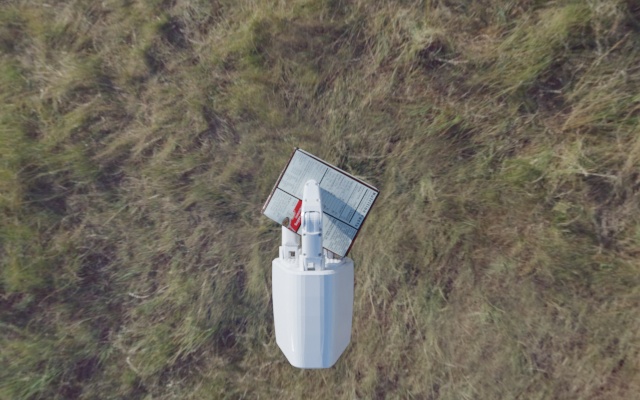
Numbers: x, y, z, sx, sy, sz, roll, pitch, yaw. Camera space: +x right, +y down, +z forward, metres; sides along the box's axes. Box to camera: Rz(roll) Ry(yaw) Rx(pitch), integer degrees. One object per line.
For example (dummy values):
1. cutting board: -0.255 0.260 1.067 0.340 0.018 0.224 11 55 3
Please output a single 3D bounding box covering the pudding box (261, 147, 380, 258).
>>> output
1. pudding box: 0.000 0.002 0.557 0.113 0.090 0.039 28 4 -2
